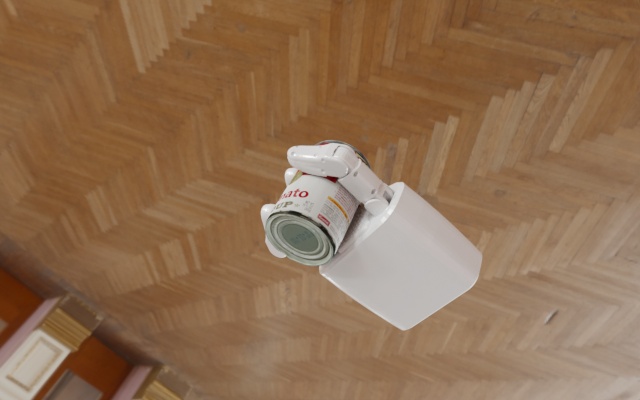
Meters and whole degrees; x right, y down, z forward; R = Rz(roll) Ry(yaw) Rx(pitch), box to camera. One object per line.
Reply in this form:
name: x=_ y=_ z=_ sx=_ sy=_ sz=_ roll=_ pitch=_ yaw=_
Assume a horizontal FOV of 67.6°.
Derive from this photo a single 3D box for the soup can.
soup can: x=0.000 y=0.001 z=0.441 sx=0.068 sy=0.068 sz=0.102 roll=0 pitch=42 yaw=31
